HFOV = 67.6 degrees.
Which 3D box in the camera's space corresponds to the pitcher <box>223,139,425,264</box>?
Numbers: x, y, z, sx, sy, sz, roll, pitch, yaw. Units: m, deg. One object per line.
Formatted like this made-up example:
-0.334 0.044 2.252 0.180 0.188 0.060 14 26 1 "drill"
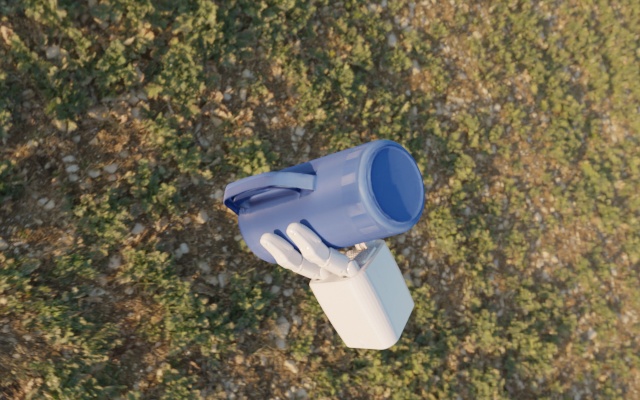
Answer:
0.000 0.002 0.608 0.243 0.145 0.149 -17 14 49 "pitcher"
